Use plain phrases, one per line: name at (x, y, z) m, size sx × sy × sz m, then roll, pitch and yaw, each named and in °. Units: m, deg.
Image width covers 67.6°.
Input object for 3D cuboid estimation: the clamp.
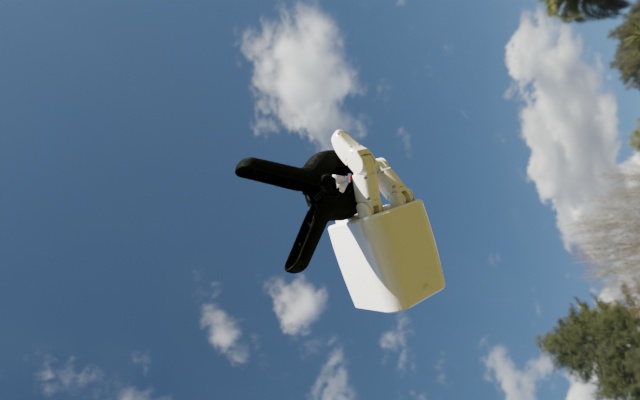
clamp at (0.000, 0.002, 0.503) m, size 0.171 × 0.120 × 0.039 m, roll -16°, pitch -2°, yaw -40°
